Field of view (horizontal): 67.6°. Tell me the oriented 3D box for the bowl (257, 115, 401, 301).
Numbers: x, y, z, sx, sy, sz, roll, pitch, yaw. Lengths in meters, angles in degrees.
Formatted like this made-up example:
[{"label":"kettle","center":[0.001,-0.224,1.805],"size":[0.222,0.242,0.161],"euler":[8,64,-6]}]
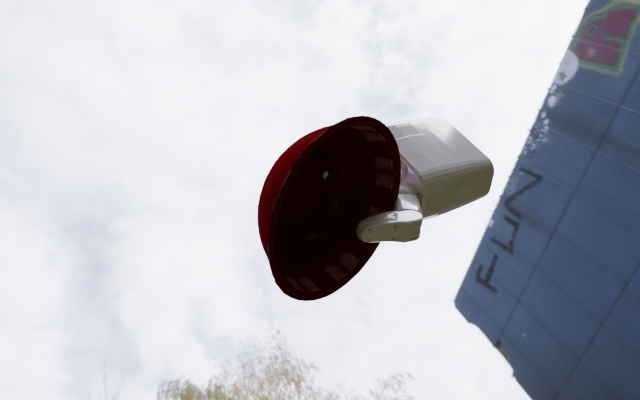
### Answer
[{"label":"bowl","center":[-0.001,0.001,0.407],"size":[0.055,0.162,0.162],"euler":[26,16,36]}]
